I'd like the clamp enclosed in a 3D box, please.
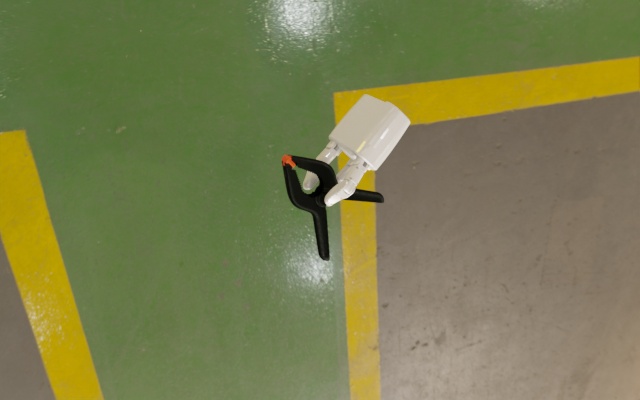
[{"bbox_3d":[0.000,0.003,0.855,0.210,0.164,0.036,38,-2,-27],"label":"clamp"}]
